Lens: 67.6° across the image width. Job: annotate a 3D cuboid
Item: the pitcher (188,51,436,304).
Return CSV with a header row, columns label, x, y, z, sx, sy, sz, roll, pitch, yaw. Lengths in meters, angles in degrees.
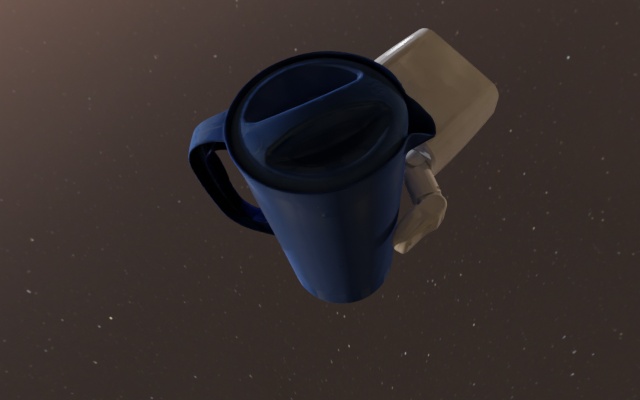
label,x,y,z,sx,sy,sz,roll,pitch,yaw
pitcher,0.000,0.001,0.430,0.149,0.145,0.243,39,-20,27
